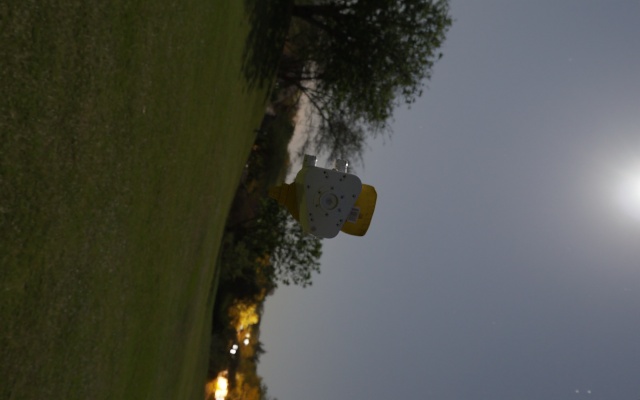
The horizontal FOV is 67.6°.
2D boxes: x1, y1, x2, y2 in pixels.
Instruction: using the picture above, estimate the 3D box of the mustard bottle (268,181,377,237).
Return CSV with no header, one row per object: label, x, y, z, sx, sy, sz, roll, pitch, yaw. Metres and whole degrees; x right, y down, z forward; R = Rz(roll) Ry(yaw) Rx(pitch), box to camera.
mustard bottle,0.000,0.003,0.870,0.191,0.096,0.058,12,25,-7
